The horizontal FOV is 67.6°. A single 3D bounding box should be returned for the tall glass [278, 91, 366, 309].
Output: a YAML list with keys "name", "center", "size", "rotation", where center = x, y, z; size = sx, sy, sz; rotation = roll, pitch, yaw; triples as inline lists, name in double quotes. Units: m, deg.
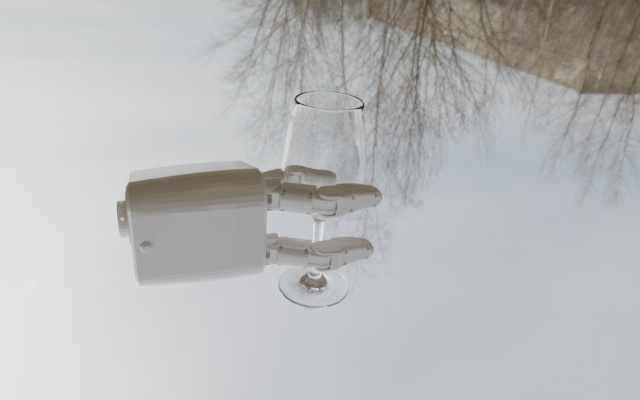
- name: "tall glass"
  center: [0.000, 0.002, 0.459]
  size: [0.079, 0.201, 0.079]
  rotation: [4, 27, -2]
